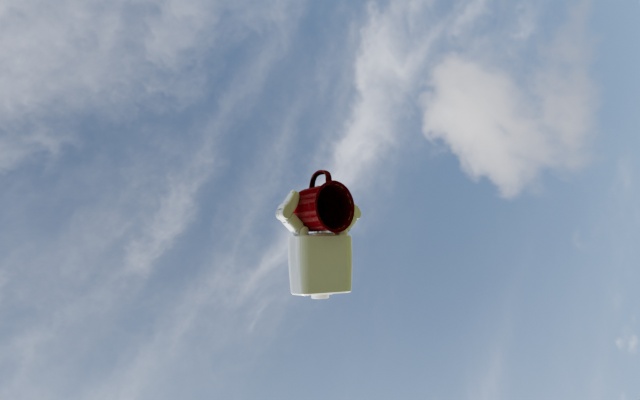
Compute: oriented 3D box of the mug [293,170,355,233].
[{"bbox_3d":[0.000,0.001,0.867,0.093,0.117,0.081,0,-6,-40],"label":"mug"}]
